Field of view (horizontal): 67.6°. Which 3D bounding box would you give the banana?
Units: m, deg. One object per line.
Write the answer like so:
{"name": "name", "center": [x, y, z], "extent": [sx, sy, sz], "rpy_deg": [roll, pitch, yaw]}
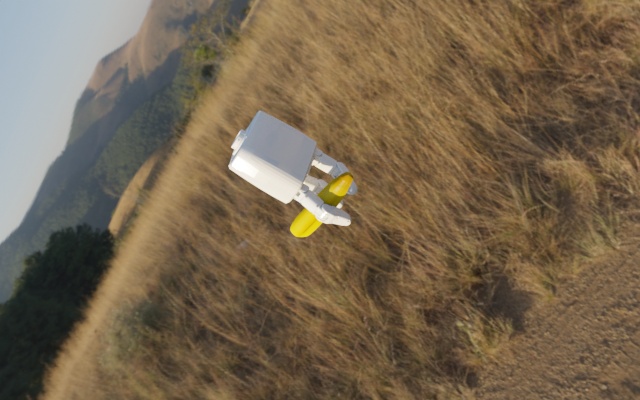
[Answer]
{"name": "banana", "center": [-0.009, 0.018, 0.789], "extent": [0.037, 0.069, 0.198], "rpy_deg": [34, -34, -8]}
